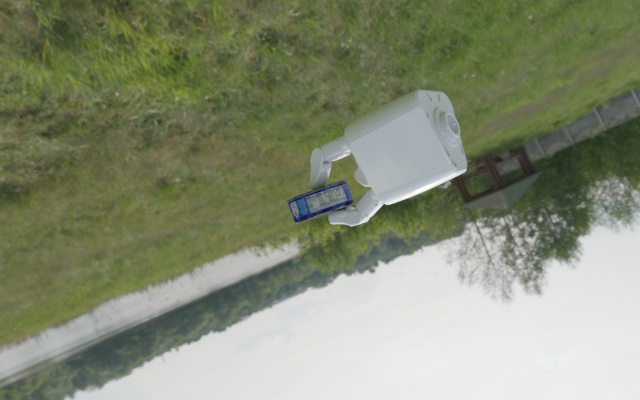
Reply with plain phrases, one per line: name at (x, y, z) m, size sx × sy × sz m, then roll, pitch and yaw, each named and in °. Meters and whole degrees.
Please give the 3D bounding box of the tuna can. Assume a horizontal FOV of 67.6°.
tuna can at (0.000, 0.003, 0.644) m, size 0.086 × 0.034 × 0.086 m, roll -19°, pitch -2°, yaw -1°
